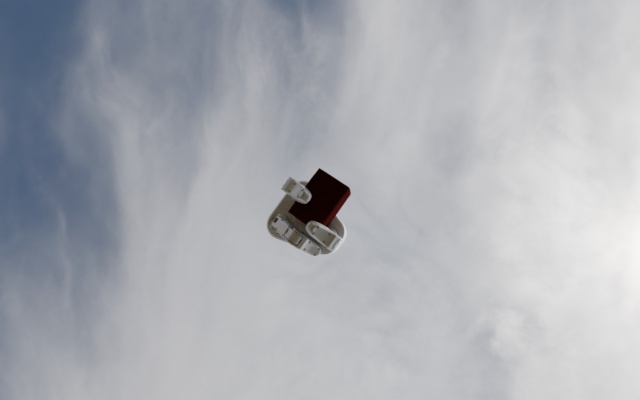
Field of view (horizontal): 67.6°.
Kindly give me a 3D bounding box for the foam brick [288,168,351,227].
[{"bbox_3d":[0.000,0.002,0.678,0.053,0.078,0.051,36,-1,11],"label":"foam brick"}]
